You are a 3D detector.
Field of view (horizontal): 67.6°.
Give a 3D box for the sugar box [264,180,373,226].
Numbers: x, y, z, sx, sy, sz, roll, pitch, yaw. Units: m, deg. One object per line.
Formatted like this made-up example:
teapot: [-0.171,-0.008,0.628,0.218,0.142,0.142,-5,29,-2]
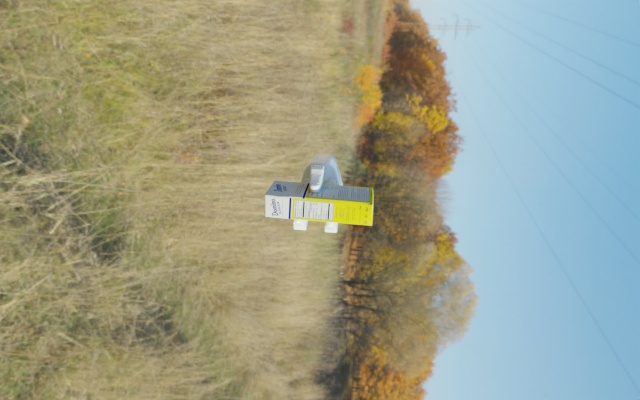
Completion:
sugar box: [0.000,0.003,0.804,0.176,0.048,0.093,2,17,5]
